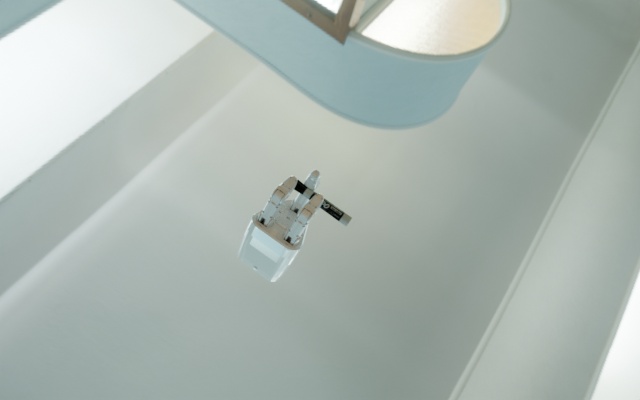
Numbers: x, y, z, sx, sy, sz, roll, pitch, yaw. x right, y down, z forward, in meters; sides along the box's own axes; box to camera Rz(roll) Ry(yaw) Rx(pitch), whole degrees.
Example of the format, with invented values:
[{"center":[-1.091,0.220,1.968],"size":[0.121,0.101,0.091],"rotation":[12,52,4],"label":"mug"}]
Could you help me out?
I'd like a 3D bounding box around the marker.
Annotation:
[{"center":[0.000,0.003,0.819],"size":[0.121,0.020,0.020],"rotation":[35,4,5],"label":"marker"}]
